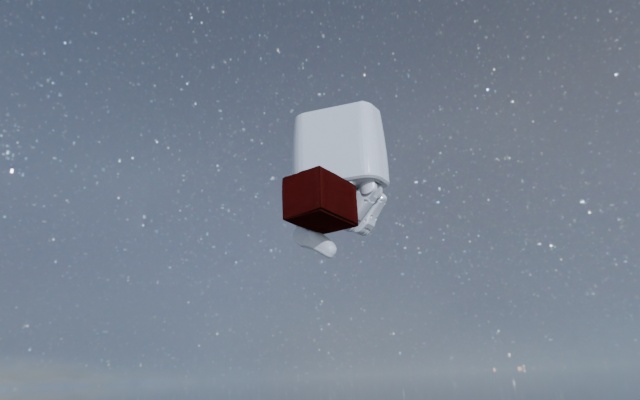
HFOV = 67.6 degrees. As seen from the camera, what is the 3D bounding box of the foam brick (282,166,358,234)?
[{"bbox_3d":[0.000,0.002,0.537,0.053,0.051,0.078,-15,-24,32],"label":"foam brick"}]
